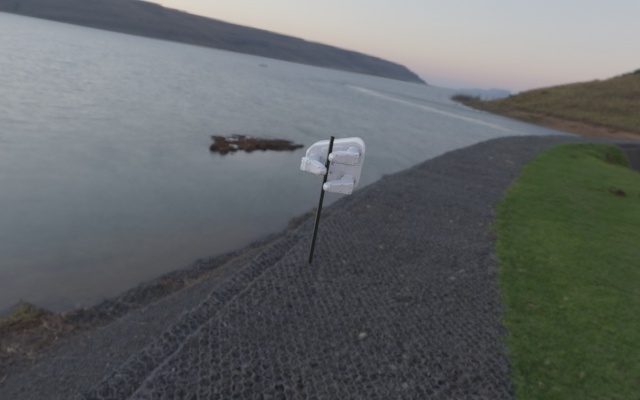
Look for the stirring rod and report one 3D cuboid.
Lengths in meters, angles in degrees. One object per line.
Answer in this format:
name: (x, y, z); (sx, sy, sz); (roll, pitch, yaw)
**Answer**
stirring rod: (0.000, 0.003, 0.863); (0.011, 0.239, 0.011); (10, 16, -3)
